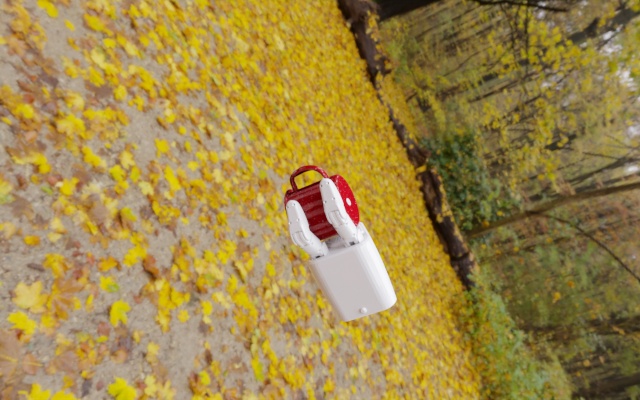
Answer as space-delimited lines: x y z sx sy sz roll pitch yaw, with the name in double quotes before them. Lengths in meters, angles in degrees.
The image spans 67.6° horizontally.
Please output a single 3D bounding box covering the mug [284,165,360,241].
"mug" 0.000 0.001 0.689 0.081 0.117 0.093 -22 15 18
